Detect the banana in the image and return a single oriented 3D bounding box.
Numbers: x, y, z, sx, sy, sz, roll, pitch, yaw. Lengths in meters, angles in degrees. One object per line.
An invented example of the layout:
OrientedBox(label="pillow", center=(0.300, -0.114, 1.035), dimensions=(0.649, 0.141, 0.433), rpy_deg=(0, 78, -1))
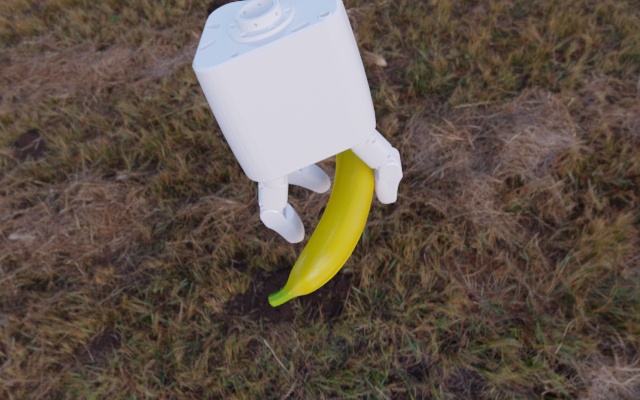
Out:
OrientedBox(label="banana", center=(0.014, 0.005, 0.431), dimensions=(0.069, 0.197, 0.037), rpy_deg=(3, -36, 35))
